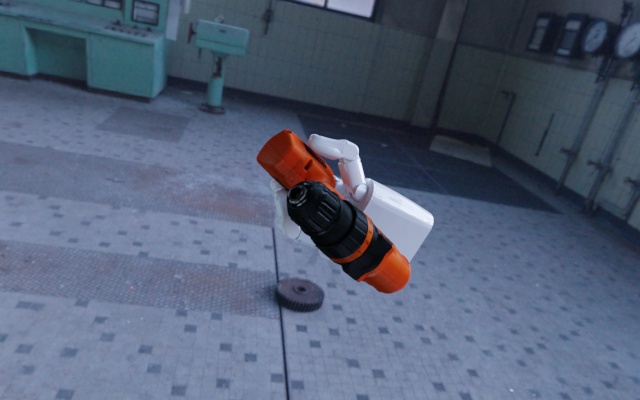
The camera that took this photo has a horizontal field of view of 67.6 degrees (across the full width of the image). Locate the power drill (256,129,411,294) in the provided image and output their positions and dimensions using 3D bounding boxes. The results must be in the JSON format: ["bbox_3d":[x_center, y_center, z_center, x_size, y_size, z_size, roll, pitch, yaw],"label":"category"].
[{"bbox_3d":[0.000,0.001,0.491,0.184,0.057,0.187,44,7,-44],"label":"power drill"}]
